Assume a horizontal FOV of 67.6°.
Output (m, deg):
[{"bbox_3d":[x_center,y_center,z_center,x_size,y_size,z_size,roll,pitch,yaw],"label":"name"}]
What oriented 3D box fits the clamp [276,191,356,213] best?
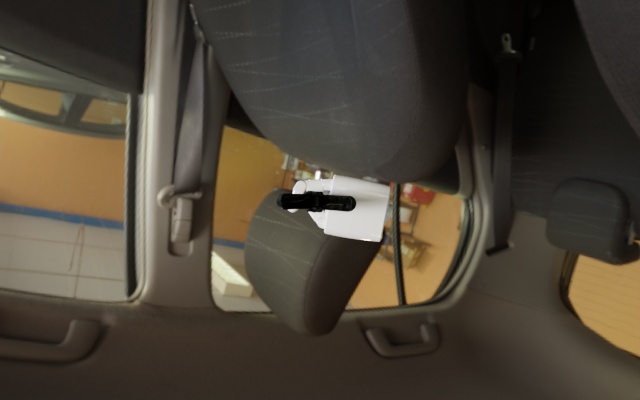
[{"bbox_3d":[0.000,0.003,0.791,0.120,0.039,0.171,8,4,5],"label":"clamp"}]
